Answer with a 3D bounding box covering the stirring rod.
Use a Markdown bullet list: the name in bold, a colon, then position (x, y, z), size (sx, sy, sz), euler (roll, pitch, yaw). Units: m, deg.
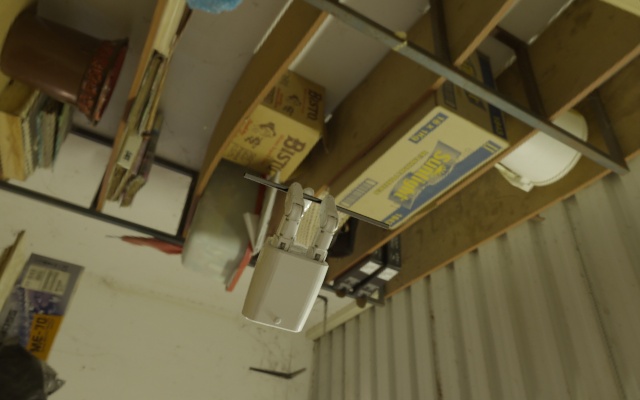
- **stirring rod**: position (0.000, 0.002, 0.707), size (0.239, 0.011, 0.011), euler (20, -7, -21)
